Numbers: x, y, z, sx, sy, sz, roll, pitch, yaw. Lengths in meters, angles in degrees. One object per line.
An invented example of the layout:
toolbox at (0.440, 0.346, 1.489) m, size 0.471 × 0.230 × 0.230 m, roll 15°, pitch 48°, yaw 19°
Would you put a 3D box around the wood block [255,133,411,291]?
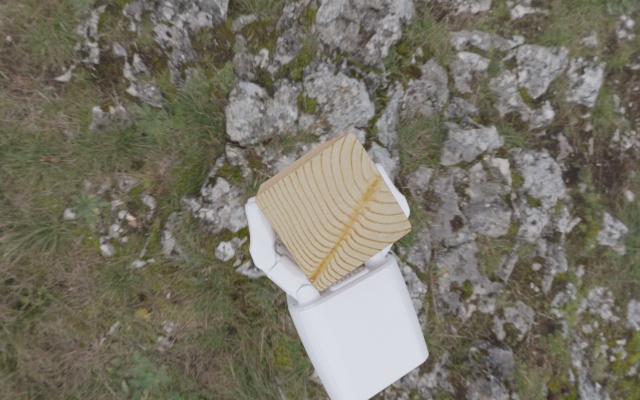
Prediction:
wood block at (0.001, 0.002, 0.457) m, size 0.091 × 0.090 × 0.206 m, roll -34°, pitch 7°, yaw -3°
